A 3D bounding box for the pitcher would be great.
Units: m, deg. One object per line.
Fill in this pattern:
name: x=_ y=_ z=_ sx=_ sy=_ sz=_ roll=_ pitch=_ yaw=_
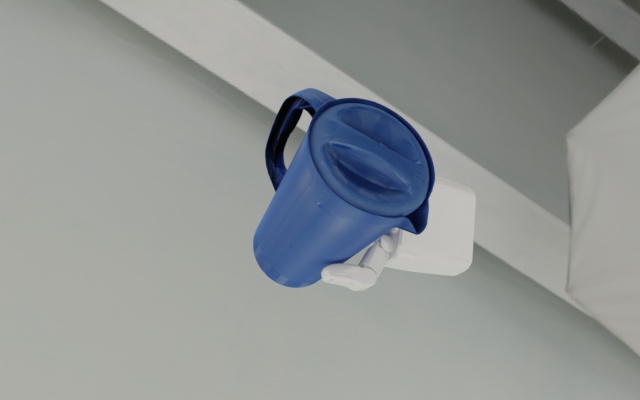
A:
pitcher: x=0.000 y=0.002 z=0.535 sx=0.145 sy=0.149 sz=0.243 roll=12 pitch=-32 yaw=-19
